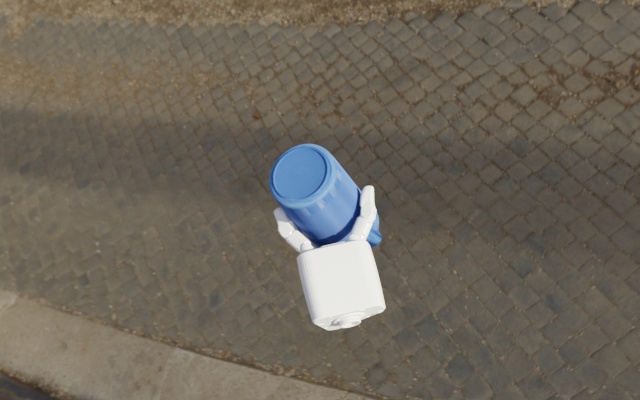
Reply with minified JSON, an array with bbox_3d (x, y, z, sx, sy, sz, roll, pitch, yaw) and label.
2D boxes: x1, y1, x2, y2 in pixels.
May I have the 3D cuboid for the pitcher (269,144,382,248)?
[{"bbox_3d":[0.000,0.003,0.810,0.149,0.145,0.243,-19,-28,12],"label":"pitcher"}]
